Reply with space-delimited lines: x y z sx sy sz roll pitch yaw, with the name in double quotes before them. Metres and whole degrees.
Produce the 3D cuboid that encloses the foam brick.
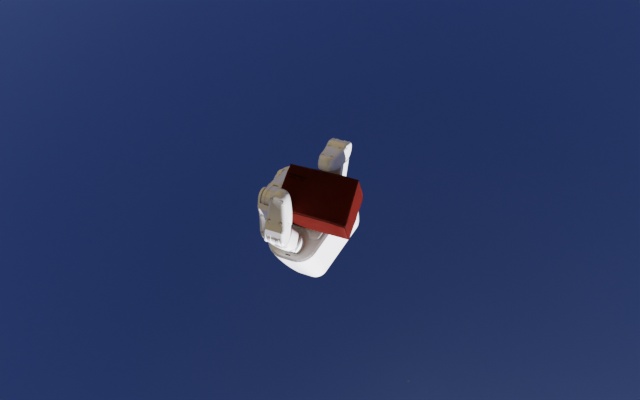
"foam brick" 0.000 0.002 0.501 0.078 0.053 0.051 15 -16 16
